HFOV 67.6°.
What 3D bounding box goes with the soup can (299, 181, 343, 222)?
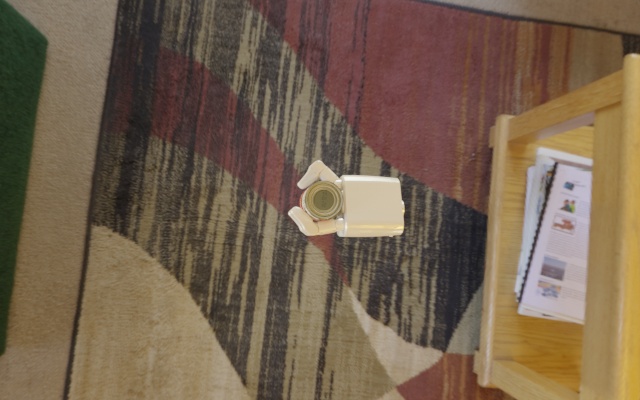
[{"bbox_3d":[0.000,0.003,0.849,0.068,0.068,0.102,0,-4,-8],"label":"soup can"}]
